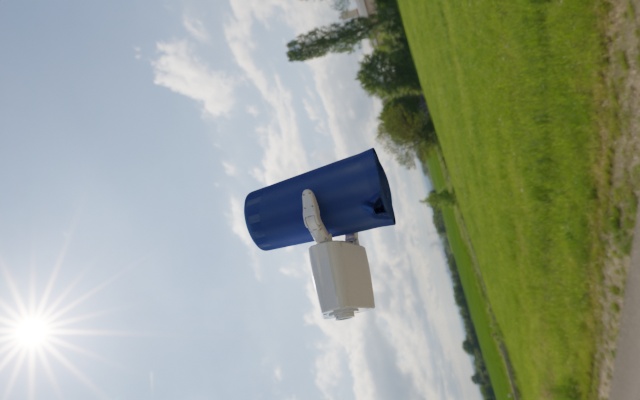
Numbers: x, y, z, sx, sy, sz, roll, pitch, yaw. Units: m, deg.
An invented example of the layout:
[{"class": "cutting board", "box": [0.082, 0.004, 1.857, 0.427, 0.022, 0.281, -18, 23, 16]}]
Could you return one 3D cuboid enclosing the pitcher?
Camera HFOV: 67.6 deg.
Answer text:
[{"class": "pitcher", "box": [0.000, 0.003, 0.822, 0.243, 0.145, 0.149, -15, -22, 12]}]
